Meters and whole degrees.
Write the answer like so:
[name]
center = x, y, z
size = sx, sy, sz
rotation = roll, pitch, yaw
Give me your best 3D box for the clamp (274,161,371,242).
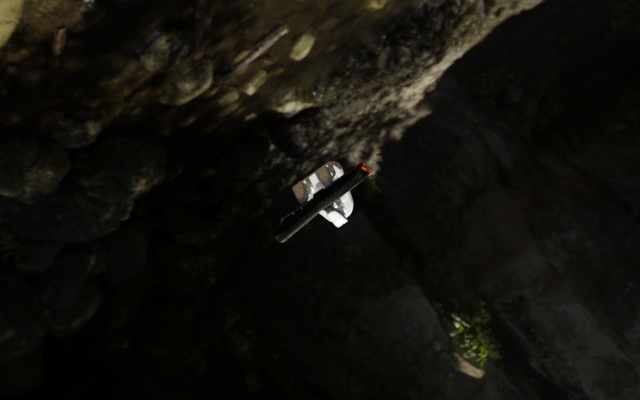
[clamp]
center = 0.001, 0.003, 0.876
size = 0.210, 0.036, 0.164
rotation = -36, 6, 10
